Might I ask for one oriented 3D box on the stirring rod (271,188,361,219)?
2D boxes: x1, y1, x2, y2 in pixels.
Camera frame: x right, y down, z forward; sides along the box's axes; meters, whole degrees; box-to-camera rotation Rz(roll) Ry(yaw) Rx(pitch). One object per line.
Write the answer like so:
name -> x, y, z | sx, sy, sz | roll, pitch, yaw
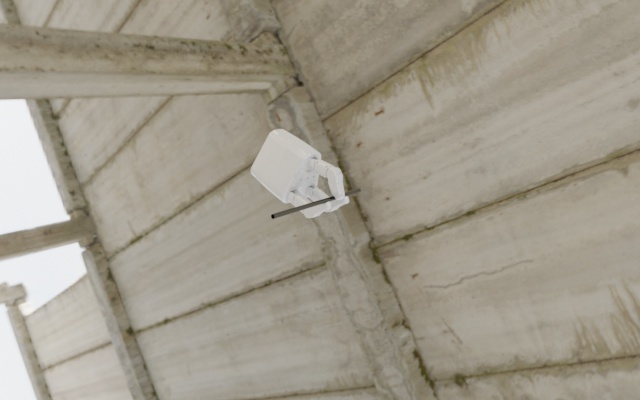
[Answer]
stirring rod -> 0.000, 0.003, 0.854 | 0.011, 0.011, 0.239 | 0, 11, 40
